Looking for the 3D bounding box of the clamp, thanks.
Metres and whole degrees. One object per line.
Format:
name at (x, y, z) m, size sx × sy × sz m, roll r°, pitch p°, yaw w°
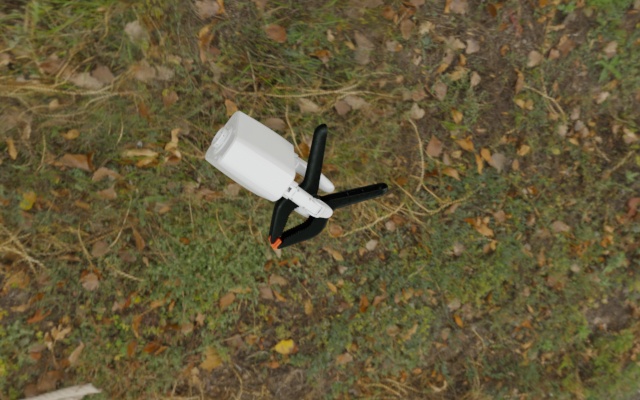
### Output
clamp at (0.000, 0.003, 0.774) m, size 0.164 × 0.210 × 0.036 m, roll 34°, pitch 10°, yaw -24°
